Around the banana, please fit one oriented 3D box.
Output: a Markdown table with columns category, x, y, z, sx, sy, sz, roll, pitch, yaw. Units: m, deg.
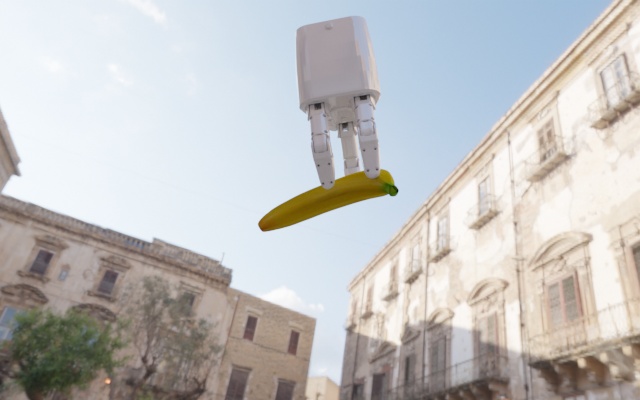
| category | x | y | z | sx | sy | sz | roll | pitch | yaw |
| --- | --- | --- | --- | --- | --- | --- | --- | --- | --- |
| banana | 0.012 | -0.003 | 0.582 | 0.198 | 0.037 | 0.069 | -18 | 4 | 32 |
